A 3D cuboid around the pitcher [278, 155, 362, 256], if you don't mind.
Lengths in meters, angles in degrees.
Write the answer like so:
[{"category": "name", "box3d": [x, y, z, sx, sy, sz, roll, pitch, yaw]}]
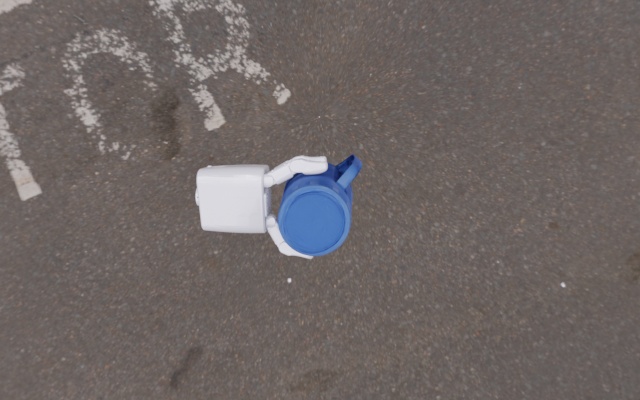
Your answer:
[{"category": "pitcher", "box3d": [0.000, 0.003, 0.806, 0.145, 0.149, 0.243, 0, 10, 1]}]
